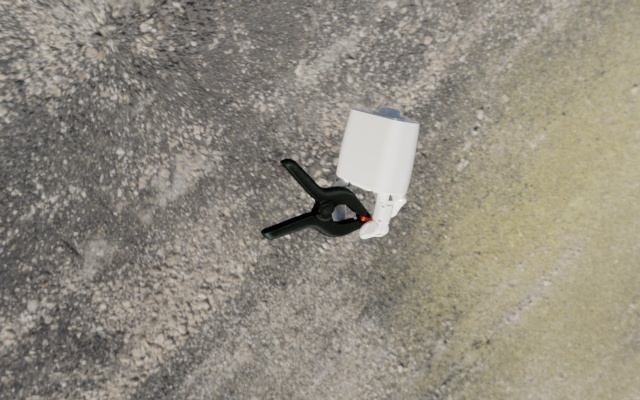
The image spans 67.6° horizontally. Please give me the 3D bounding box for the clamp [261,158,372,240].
[{"bbox_3d":[0.000,0.003,0.714,0.171,0.120,0.039,3,17,-25],"label":"clamp"}]
